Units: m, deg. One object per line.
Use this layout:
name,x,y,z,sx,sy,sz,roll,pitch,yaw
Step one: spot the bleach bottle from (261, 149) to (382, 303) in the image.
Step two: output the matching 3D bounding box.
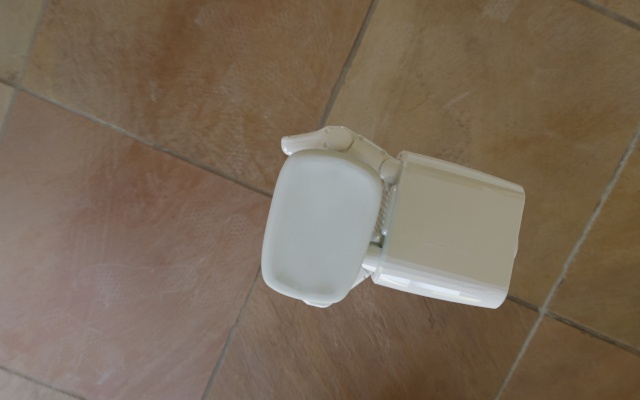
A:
bleach bottle,0.000,0.001,0.422,0.068,0.102,0.251,15,8,-2
